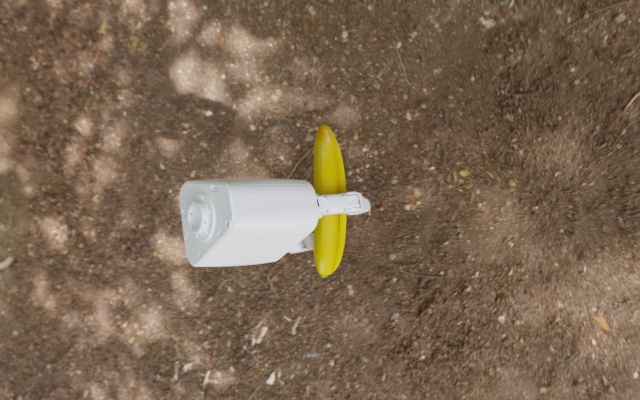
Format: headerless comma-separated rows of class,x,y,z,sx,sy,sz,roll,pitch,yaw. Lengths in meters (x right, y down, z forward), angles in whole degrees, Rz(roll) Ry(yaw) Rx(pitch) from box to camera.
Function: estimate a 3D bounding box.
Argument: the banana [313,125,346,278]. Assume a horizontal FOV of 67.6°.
banana,0.007,0.008,0.580,0.037,0.198,0.069,-2,10,-21
